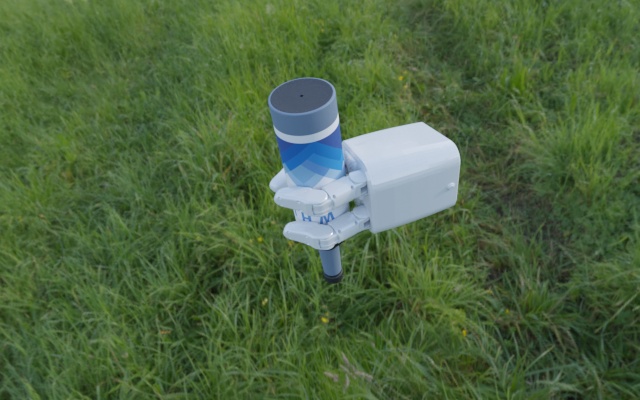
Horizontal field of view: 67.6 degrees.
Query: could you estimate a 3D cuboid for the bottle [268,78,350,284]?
[{"bbox_3d":[0.000,0.002,0.566,0.069,0.296,0.069,-5,44,5],"label":"bottle"}]
